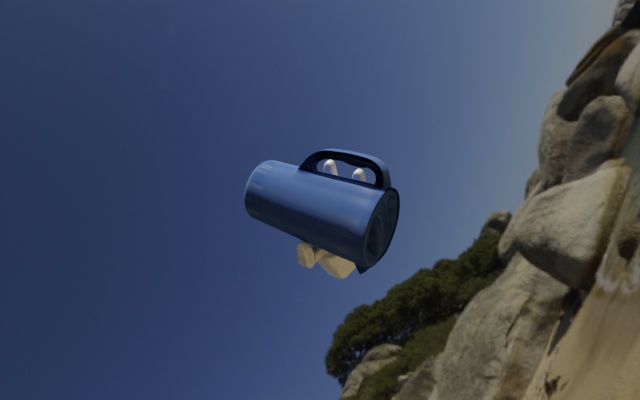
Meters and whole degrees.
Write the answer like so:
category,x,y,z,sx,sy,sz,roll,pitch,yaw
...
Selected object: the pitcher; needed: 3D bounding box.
category,x,y,z,sx,sy,sz,roll,pitch,yaw
pitcher,0.000,0.003,0.783,0.243,0.149,0.145,18,-23,26
